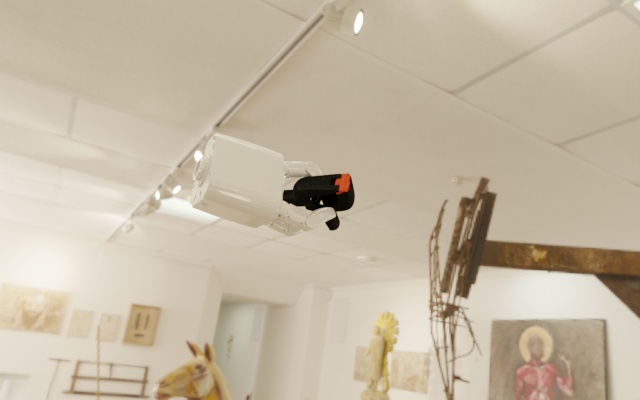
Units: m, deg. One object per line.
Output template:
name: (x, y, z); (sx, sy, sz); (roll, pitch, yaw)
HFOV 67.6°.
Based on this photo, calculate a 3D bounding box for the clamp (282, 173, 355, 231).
clamp: (0.000, 0.002, 0.748); (0.164, 0.036, 0.210); (20, -21, -26)
